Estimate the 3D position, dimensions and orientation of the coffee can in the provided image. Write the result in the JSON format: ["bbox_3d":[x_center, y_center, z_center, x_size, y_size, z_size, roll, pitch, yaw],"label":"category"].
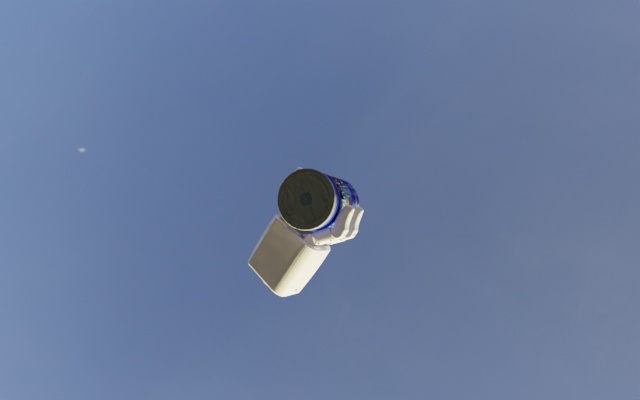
[{"bbox_3d":[0.000,0.003,0.847,0.103,0.103,0.140,0,-4,21],"label":"coffee can"}]
